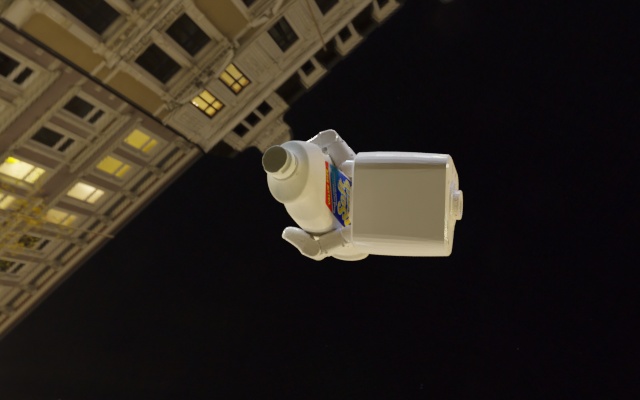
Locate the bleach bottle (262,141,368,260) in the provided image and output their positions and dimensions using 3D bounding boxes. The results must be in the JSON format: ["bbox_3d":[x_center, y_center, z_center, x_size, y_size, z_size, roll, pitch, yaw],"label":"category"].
[{"bbox_3d":[0.000,0.002,0.580,0.068,0.102,0.251,1,-15,23],"label":"bleach bottle"}]
